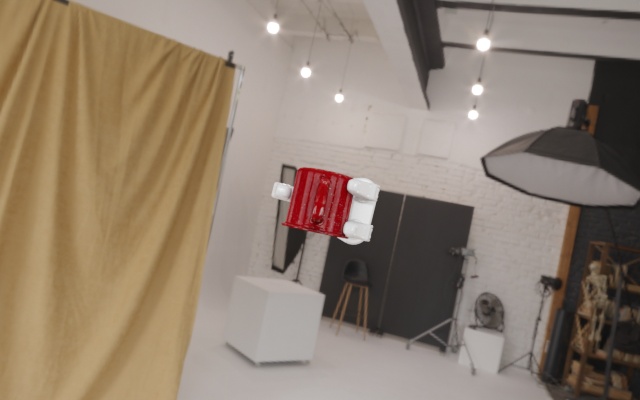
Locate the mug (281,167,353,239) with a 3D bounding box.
[{"bbox_3d":[0.000,0.002,0.632,0.093,0.081,0.117,12,-3,4],"label":"mug"}]
